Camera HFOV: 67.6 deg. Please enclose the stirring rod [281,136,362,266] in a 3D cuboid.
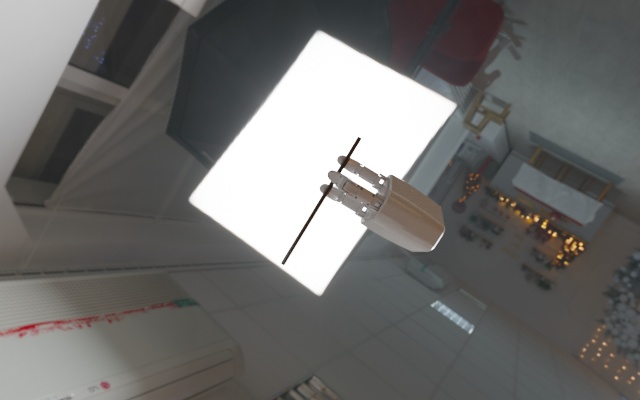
[{"bbox_3d":[0.000,0.002,0.764,0.011,0.239,0.011,31,8,-5],"label":"stirring rod"}]
